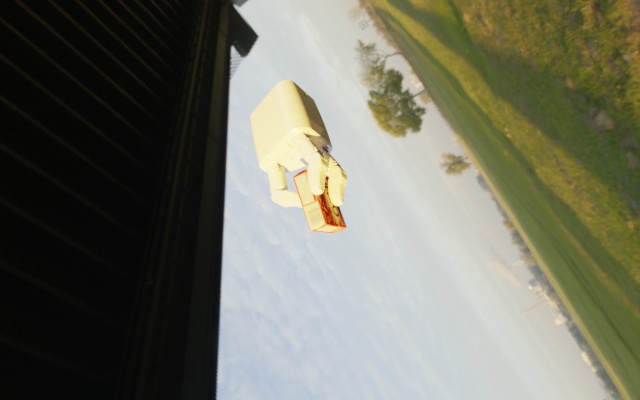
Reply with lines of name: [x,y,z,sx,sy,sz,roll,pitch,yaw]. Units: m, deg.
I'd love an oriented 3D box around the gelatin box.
gelatin box: [0.000,0.003,0.707,0.030,0.089,0.073,-25,-17,22]
